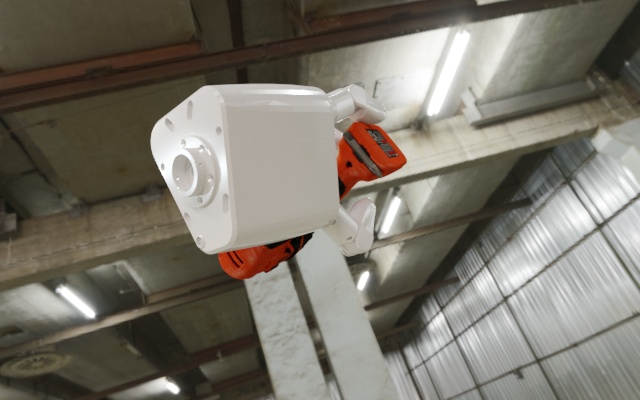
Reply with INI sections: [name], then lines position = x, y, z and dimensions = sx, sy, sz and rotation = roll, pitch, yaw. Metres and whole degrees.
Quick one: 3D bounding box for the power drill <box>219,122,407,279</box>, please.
[power drill]
position = 0.000, 0.001, 0.495
dimensions = 0.188, 0.057, 0.184
rotation = -42, -6, 18
